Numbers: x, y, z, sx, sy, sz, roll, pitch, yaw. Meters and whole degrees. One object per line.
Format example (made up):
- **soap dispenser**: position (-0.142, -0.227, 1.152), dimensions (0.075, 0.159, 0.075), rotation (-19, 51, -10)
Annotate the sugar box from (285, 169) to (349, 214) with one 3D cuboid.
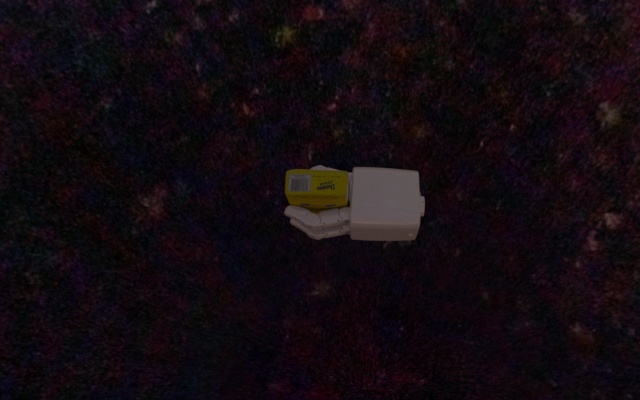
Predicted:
- **sugar box**: position (0.000, 0.003, 0.778), dimensions (0.093, 0.048, 0.176), rotation (2, -21, 6)
